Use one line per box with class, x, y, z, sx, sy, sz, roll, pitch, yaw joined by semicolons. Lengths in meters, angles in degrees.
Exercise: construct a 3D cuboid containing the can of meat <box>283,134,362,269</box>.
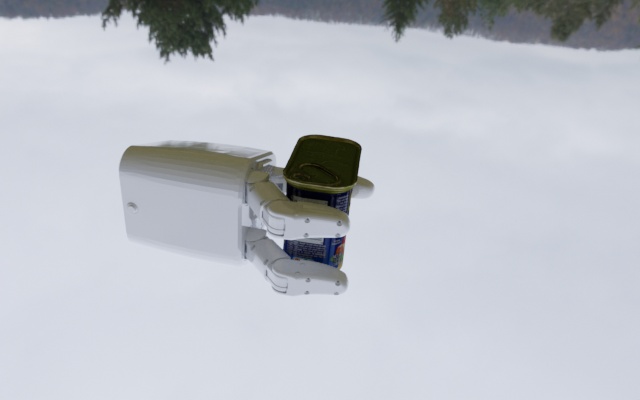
can of meat;0.000;0.002;0.409;0.057;0.084;0.102;8;29;4
